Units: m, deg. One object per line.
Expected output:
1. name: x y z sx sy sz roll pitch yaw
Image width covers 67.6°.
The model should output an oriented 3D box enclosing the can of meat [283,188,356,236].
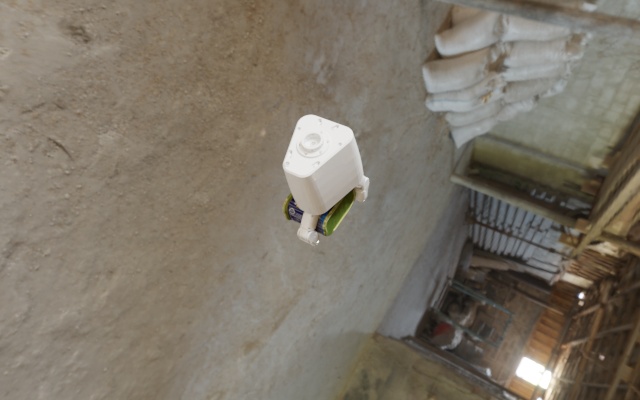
1. can of meat: 0.000 0.003 0.814 0.084 0.102 0.057 24 -27 24
